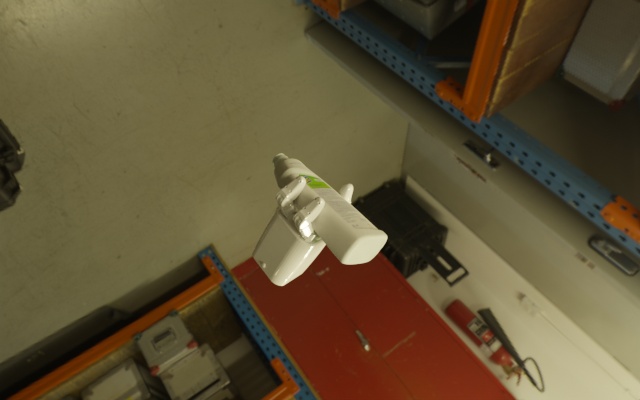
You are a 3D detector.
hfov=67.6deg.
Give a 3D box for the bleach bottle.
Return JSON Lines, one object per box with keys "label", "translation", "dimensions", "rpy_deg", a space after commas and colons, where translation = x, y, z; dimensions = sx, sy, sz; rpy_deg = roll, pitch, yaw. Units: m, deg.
{"label": "bleach bottle", "translation": [0.000, 0.003, 0.844], "dimensions": [0.102, 0.068, 0.250], "rpy_deg": [4, 37, -52]}
